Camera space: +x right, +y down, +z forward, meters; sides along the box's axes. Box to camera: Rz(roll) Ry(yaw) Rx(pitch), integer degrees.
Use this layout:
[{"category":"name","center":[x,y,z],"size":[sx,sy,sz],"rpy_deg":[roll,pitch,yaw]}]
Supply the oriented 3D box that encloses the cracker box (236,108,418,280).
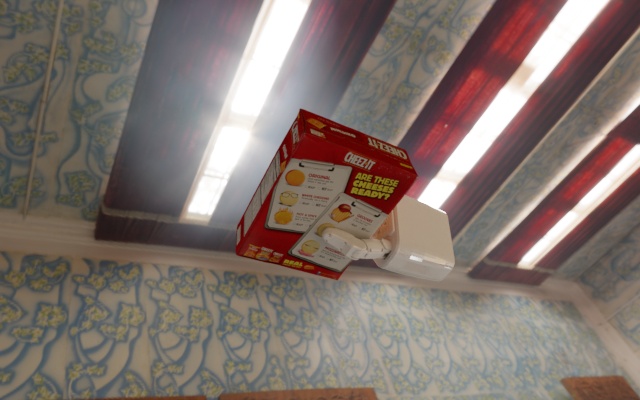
[{"category":"cracker box","center":[0.000,0.002,0.646],"size":[0.164,0.214,0.072],"rpy_deg":[18,35,-23]}]
